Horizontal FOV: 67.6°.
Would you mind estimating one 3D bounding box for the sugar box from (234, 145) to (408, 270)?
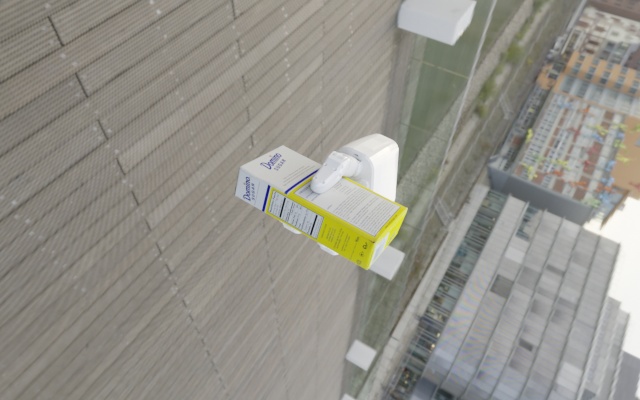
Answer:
[{"bbox_3d":[0.000,0.002,0.546,0.176,0.048,0.093,26,33,19],"label":"sugar box"}]
